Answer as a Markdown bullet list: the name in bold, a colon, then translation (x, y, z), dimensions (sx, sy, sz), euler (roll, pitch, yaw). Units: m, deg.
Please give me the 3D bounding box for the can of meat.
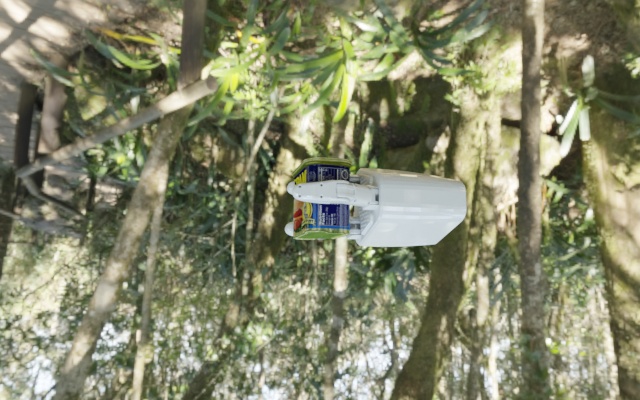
- **can of meat**: translation (0.000, 0.002, 0.567), dimensions (0.057, 0.084, 0.102), euler (3, -9, -15)
